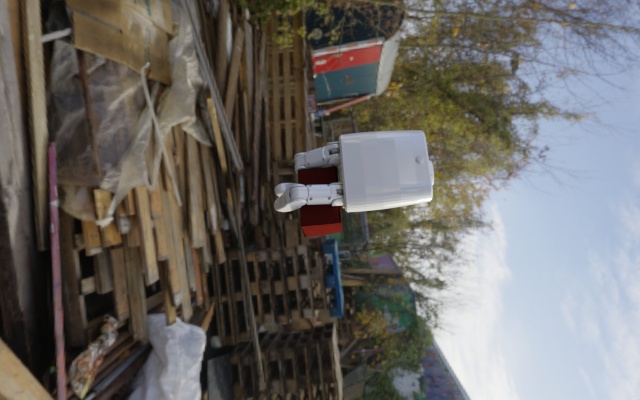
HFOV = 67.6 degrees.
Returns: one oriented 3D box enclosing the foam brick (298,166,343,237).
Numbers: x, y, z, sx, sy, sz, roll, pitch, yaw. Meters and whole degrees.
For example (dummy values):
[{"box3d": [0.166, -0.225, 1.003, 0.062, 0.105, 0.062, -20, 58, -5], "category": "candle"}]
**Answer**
[{"box3d": [0.000, 0.002, 0.615, 0.051, 0.078, 0.053, -5, -17, 2], "category": "foam brick"}]
